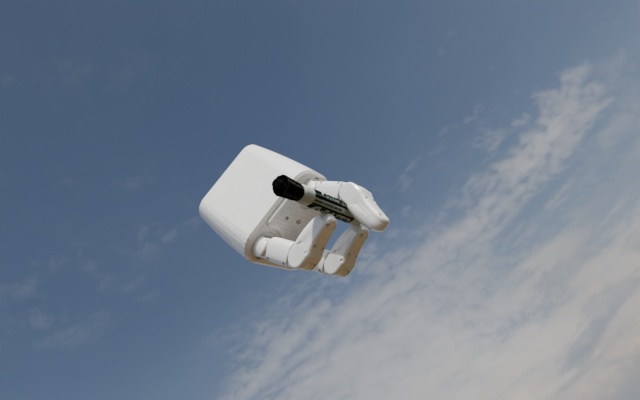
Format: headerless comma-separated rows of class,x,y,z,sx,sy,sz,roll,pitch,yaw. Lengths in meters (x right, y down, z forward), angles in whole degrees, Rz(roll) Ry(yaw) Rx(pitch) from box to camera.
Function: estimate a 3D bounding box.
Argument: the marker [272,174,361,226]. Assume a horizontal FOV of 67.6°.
marker,0.000,0.001,0.434,0.020,0.020,0.121,0,-15,39
